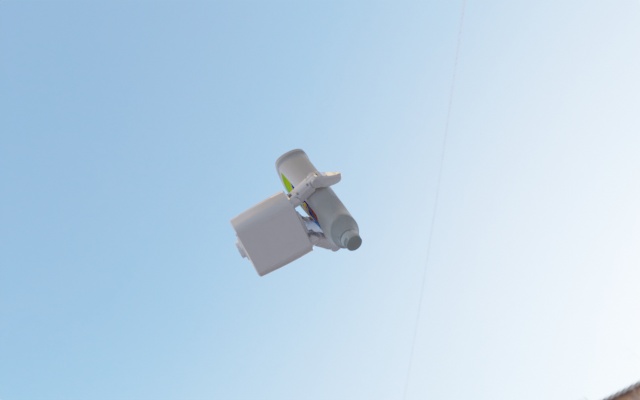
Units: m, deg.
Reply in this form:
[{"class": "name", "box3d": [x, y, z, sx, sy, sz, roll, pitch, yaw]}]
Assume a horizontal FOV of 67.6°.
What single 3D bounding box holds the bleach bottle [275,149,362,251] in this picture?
[{"class": "bleach bottle", "box3d": [0.000, 0.003, 0.842, 0.068, 0.103, 0.250, -29, 37, -10]}]
